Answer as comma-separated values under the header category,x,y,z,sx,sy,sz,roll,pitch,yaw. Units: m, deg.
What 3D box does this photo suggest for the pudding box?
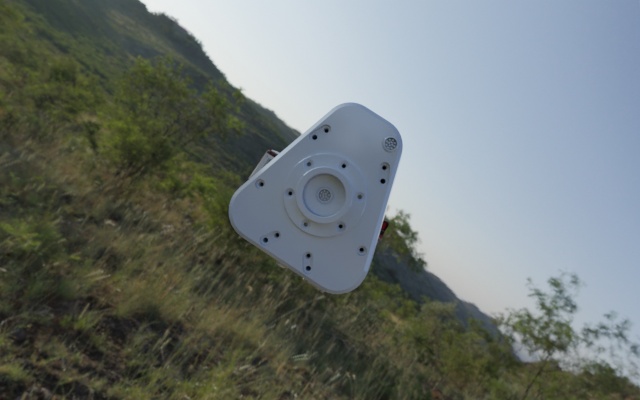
category,x,y,z,sx,sy,sz,roll,pitch,yaw
pudding box,0.000,0.001,0.457,0.113,0.039,0.090,35,4,31
